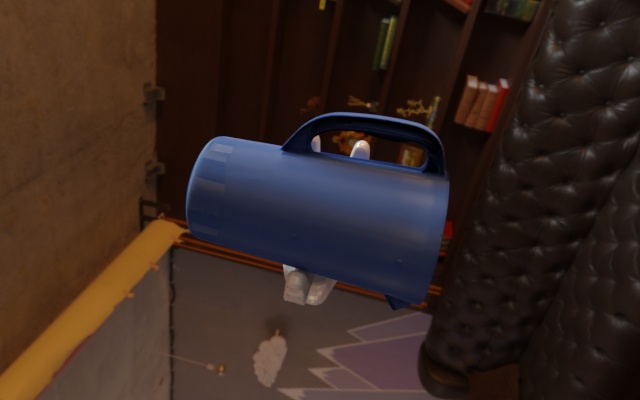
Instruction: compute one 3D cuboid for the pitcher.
[{"bbox_3d":[0.000,0.002,0.475,0.243,0.149,0.145,13,-25,6],"label":"pitcher"}]
